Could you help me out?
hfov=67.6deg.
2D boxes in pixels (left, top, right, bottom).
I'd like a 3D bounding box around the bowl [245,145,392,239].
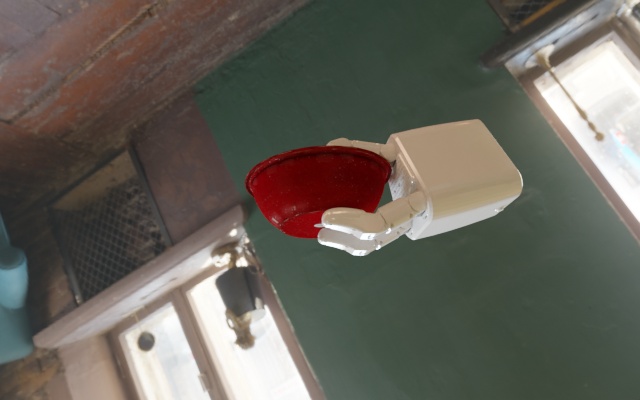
[{"bbox_3d":[-0.001,0.002,0.517,0.162,0.055,0.162,-4,-21,-2],"label":"bowl"}]
